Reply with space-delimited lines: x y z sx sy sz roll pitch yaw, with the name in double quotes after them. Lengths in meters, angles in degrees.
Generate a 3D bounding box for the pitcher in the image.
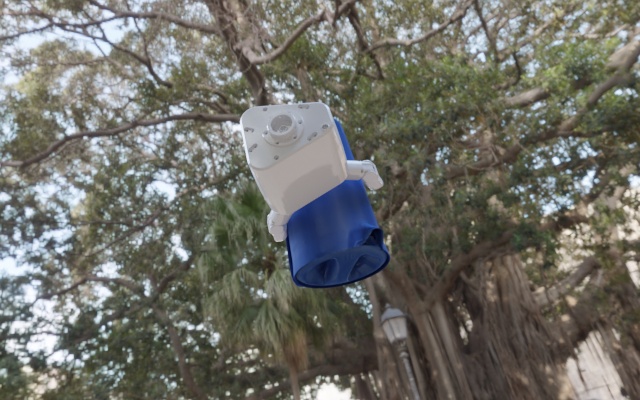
0.000 0.002 0.705 0.149 0.242 0.145 -16 -29 4 "pitcher"
